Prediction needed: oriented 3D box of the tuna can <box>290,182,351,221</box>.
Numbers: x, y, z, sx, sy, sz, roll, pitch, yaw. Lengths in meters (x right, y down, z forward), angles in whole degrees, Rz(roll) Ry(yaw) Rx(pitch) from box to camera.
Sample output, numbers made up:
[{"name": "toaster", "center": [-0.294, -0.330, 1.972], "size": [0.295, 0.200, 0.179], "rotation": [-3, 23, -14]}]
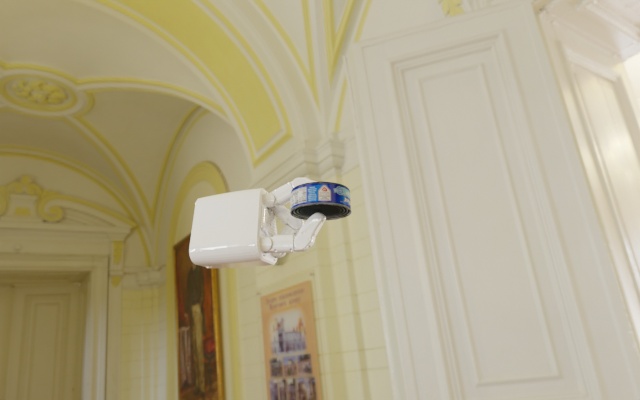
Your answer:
[{"name": "tuna can", "center": [0.000, 0.002, 0.673], "size": [0.086, 0.033, 0.086], "rotation": [-1, -17, 0]}]
